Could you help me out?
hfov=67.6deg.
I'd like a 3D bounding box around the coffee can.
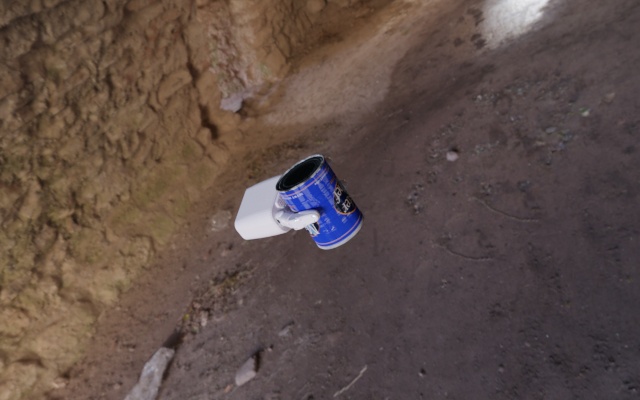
[{"bbox_3d":[0.000,0.003,0.861,0.103,0.140,0.102,-29,24,15],"label":"coffee can"}]
